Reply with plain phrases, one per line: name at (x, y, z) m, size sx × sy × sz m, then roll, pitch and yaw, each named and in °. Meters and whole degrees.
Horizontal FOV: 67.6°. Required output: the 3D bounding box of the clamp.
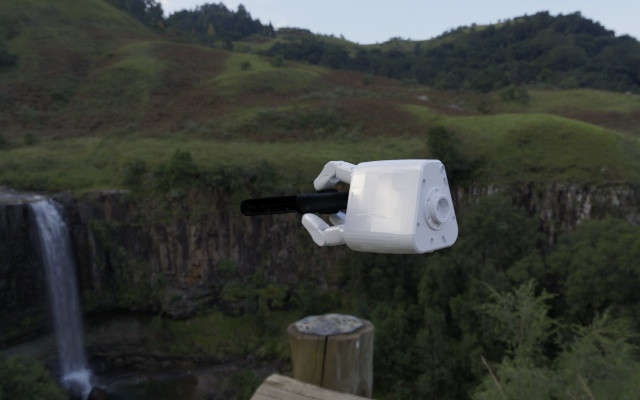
clamp at (0.001, 0.001, 0.688) m, size 0.210 × 0.036 × 0.164 m, roll -4°, pitch 1°, yaw -42°
